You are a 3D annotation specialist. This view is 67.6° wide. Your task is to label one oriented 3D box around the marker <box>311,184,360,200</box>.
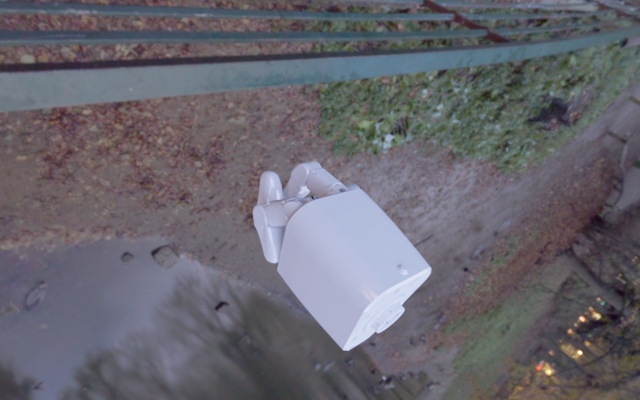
[{"bbox_3d":[0.000,0.002,0.536,0.020,0.020,0.121,0,12,45],"label":"marker"}]
